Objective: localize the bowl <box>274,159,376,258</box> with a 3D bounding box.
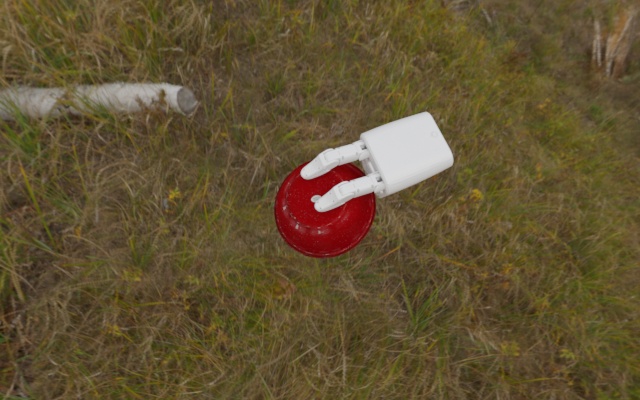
[{"bbox_3d":[-0.001,0.003,0.714,0.162,0.162,0.055,0,-16,13],"label":"bowl"}]
